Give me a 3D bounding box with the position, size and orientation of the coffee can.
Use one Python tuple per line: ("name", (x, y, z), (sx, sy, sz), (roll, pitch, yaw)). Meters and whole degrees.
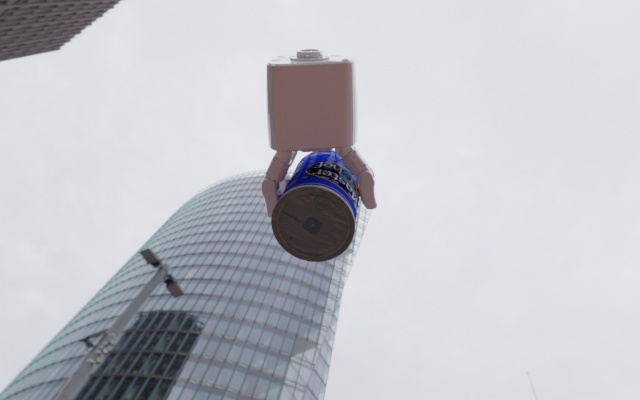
("coffee can", (0.000, 0.002, 0.637), (0.103, 0.103, 0.140), (0, 24, 9))
